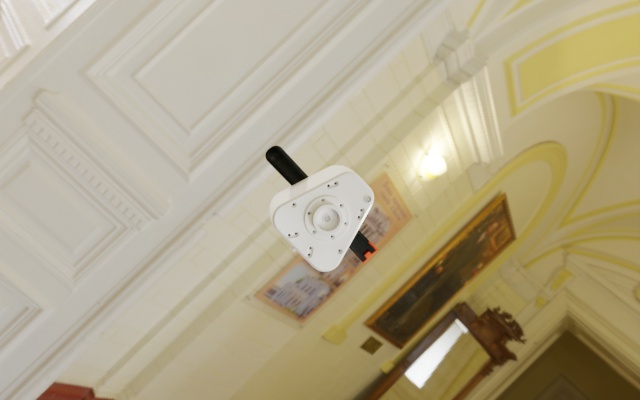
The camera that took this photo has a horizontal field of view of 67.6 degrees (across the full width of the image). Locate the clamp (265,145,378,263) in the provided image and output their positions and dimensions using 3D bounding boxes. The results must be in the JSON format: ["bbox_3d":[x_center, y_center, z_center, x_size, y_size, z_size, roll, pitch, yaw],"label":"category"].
[{"bbox_3d":[0.001,0.002,0.690,0.036,0.210,0.164,-43,8,2],"label":"clamp"}]
